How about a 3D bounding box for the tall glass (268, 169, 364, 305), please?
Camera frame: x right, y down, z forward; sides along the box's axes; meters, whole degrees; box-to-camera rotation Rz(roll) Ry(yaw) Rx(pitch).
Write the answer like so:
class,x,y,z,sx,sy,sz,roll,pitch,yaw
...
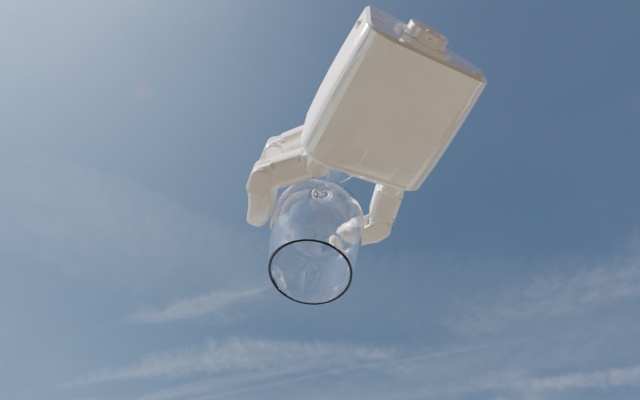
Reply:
class,x,y,z,sx,sy,sz,roll,pitch,yaw
tall glass,0.000,0.001,0.430,0.079,0.079,0.201,0,32,5
